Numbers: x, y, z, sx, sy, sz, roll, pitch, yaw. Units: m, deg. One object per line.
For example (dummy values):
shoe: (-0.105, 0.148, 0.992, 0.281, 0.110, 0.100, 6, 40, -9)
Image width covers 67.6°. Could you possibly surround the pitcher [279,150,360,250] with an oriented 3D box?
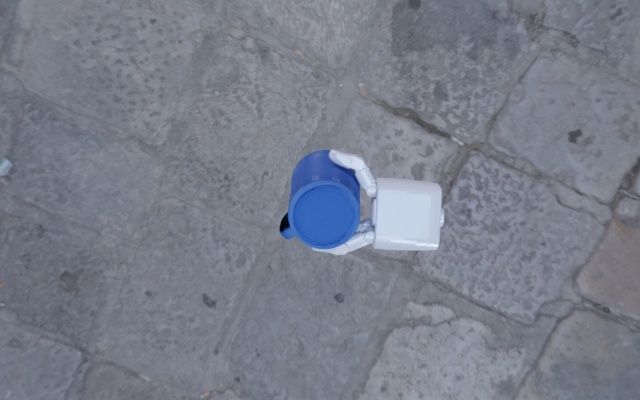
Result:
pitcher: (0.000, 0.003, 0.813, 0.145, 0.149, 0.242, 4, 14, 1)
